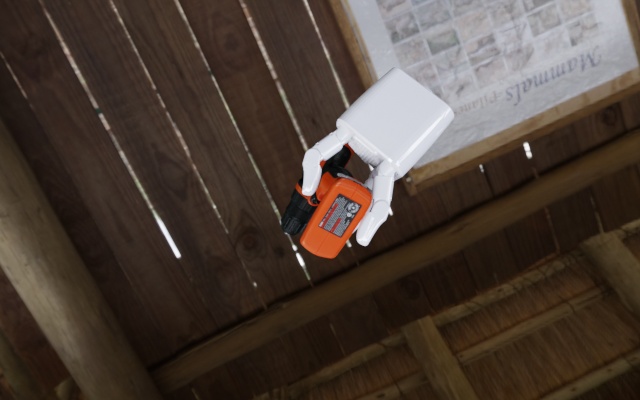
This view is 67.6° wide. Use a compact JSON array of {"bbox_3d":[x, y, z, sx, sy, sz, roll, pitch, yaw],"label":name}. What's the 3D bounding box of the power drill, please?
[{"bbox_3d":[0.000,0.002,0.670,0.057,0.184,0.187,25,18,-18],"label":"power drill"}]
